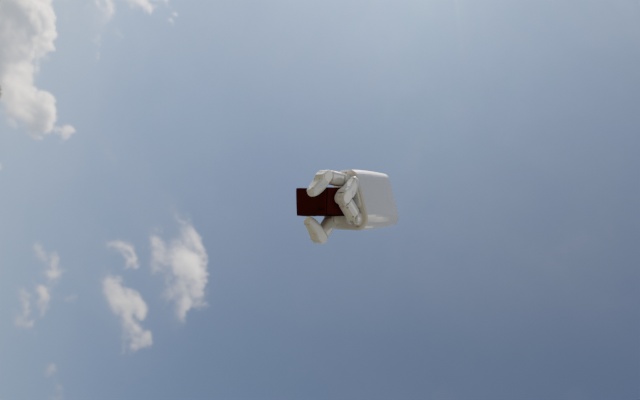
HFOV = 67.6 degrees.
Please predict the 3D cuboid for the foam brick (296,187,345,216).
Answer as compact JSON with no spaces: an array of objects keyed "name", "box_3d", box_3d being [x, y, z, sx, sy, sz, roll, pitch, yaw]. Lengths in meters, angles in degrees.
[{"name":"foam brick","box_3d":[0.000,0.003,0.867,0.078,0.053,0.051,0,0,44]}]
